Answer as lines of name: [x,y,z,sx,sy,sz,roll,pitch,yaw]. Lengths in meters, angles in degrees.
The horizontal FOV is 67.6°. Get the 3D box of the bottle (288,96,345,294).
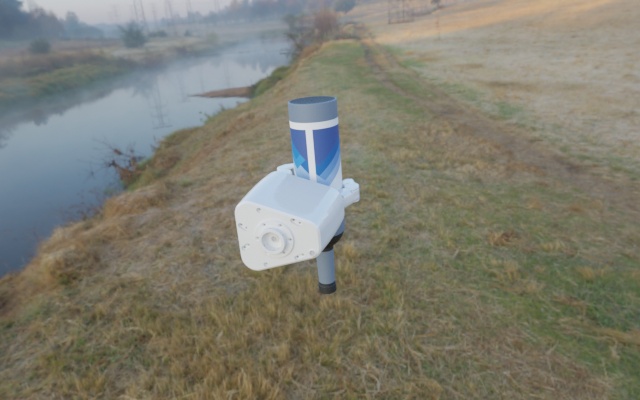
bottle: [0.000,0.002,0.694,0.069,0.296,0.069,-4,21,2]
